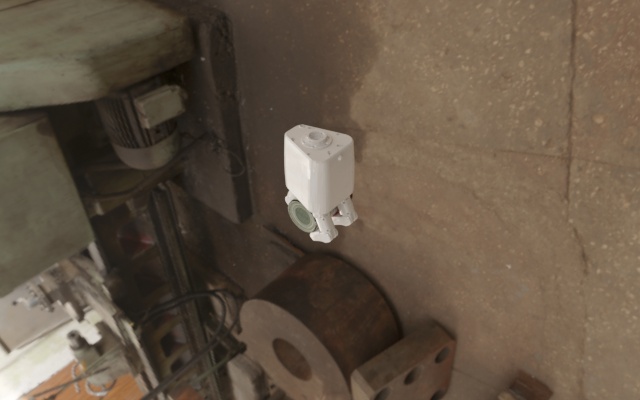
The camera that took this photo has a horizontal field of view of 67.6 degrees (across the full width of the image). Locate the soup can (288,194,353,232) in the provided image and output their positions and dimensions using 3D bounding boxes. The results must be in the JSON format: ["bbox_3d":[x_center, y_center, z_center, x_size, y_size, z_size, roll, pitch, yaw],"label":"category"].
[{"bbox_3d":[0.000,0.003,0.854,0.068,0.068,0.102,0,30,49],"label":"soup can"}]
